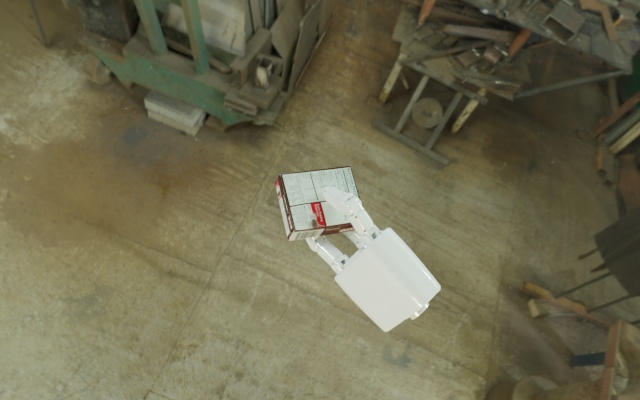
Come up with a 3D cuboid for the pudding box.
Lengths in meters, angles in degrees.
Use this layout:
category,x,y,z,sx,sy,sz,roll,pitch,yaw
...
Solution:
category,x,y,z,sx,sy,sz,roll,pitch,yaw
pudding box,0.000,0.002,0.678,0.113,0.090,0.039,-7,-21,-22
